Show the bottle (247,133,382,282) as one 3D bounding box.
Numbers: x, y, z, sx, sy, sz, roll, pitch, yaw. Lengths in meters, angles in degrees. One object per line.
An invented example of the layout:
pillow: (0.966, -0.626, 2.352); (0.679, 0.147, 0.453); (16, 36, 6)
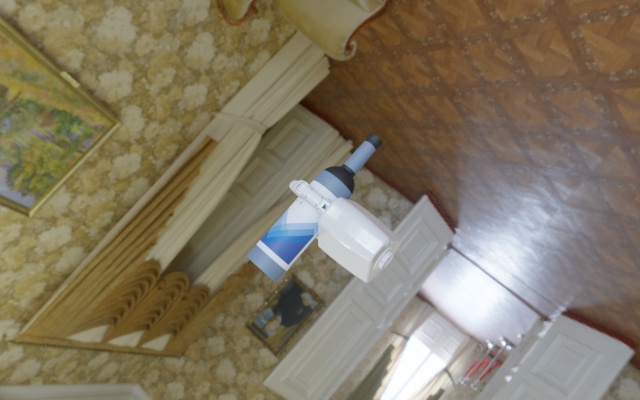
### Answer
bottle: (0.000, 0.003, 0.801); (0.069, 0.295, 0.069); (41, -8, 7)
